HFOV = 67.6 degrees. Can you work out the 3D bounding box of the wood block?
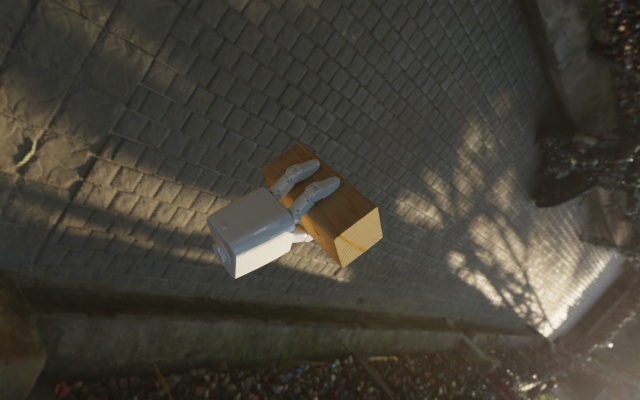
[{"bbox_3d":[0.000,0.003,0.810,0.090,0.091,0.206,-36,54,-15],"label":"wood block"}]
